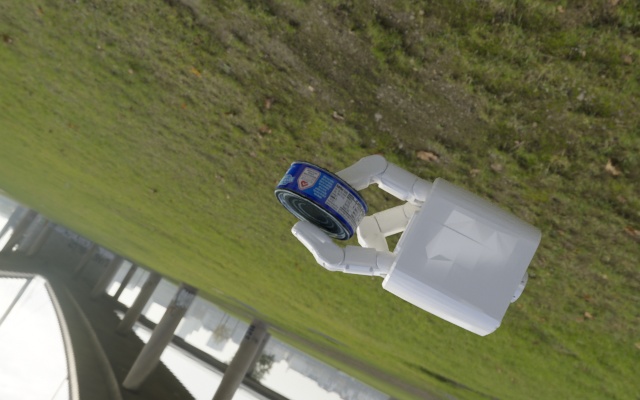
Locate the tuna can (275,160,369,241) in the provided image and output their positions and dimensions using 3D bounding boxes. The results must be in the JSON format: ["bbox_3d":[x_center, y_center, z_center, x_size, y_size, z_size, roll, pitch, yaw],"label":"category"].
[{"bbox_3d":[0.000,0.002,0.449,0.086,0.033,0.086,30,-16,10],"label":"tuna can"}]
